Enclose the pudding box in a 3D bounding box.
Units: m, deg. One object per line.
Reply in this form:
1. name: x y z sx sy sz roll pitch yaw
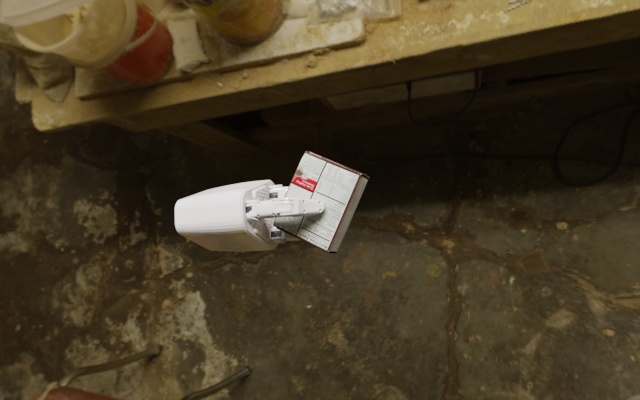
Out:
1. pudding box: 0.000 0.002 0.632 0.090 0.113 0.039 24 4 21
